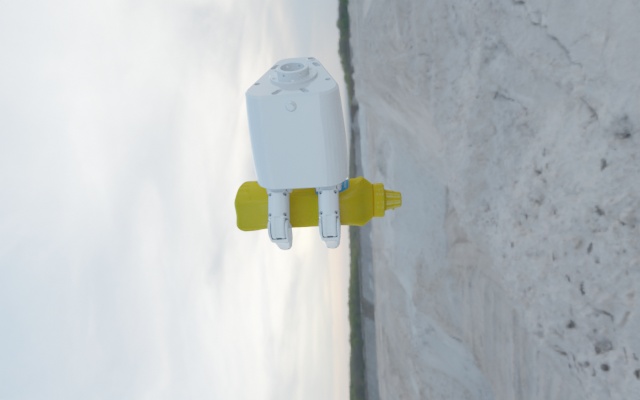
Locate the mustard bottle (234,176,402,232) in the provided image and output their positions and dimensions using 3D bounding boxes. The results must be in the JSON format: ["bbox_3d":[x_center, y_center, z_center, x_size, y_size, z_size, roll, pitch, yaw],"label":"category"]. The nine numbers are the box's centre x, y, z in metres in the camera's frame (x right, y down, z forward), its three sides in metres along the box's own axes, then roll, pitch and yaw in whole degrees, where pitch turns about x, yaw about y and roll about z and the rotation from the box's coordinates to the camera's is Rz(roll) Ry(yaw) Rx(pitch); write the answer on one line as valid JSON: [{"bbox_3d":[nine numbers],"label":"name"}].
[{"bbox_3d":[0.000,0.002,0.573,0.191,0.058,0.096,-3,12,4],"label":"mustard bottle"}]
